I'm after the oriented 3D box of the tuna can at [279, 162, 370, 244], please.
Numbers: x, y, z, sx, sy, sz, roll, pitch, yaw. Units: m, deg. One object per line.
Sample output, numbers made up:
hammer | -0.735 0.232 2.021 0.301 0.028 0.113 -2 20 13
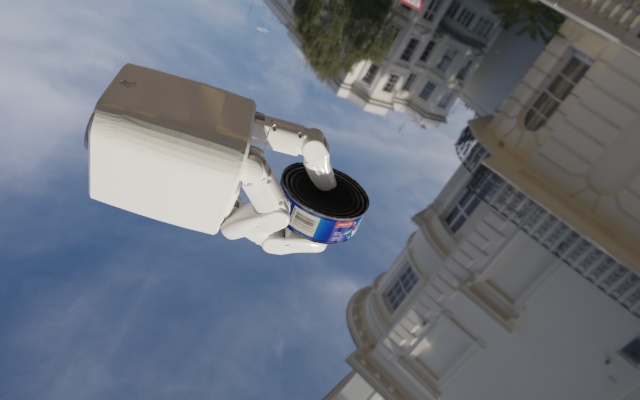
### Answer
tuna can | 0.000 0.002 0.449 0.086 0.034 0.086 16 33 -11
